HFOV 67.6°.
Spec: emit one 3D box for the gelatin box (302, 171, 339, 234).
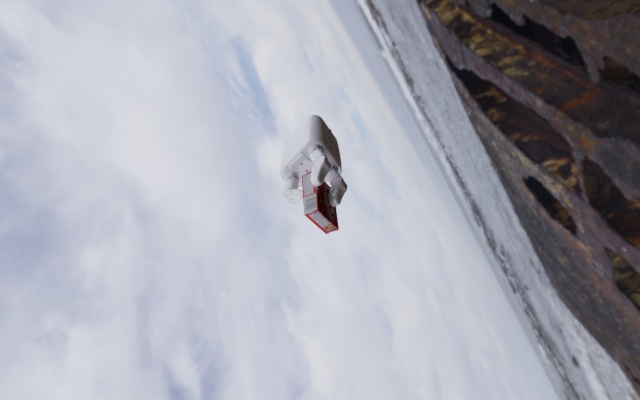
[{"bbox_3d":[0.000,0.003,0.828,0.030,0.089,0.073,-22,-40,21],"label":"gelatin box"}]
